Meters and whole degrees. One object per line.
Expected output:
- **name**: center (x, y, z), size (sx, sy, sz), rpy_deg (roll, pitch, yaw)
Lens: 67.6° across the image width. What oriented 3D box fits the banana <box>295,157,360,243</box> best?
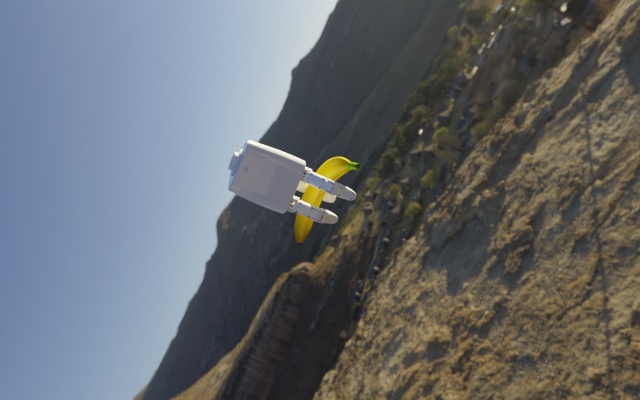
- **banana**: center (-0.002, -0.011, 0.876), size (0.037, 0.198, 0.069), rpy_deg (19, 31, -30)
